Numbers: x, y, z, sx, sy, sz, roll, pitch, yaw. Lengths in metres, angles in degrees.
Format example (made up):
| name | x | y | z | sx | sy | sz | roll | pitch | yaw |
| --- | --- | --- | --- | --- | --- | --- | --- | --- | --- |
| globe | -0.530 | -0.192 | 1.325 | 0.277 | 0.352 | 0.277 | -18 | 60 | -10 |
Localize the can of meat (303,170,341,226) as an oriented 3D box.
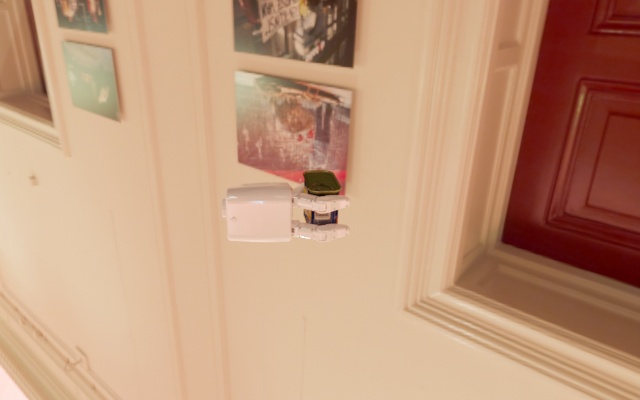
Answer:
| name | x | y | z | sx | sy | sz | roll | pitch | yaw |
| --- | --- | --- | --- | --- | --- | --- | --- | --- | --- |
| can of meat | 0.000 | 0.003 | 0.840 | 0.057 | 0.084 | 0.102 | -2 | 24 | -10 |
